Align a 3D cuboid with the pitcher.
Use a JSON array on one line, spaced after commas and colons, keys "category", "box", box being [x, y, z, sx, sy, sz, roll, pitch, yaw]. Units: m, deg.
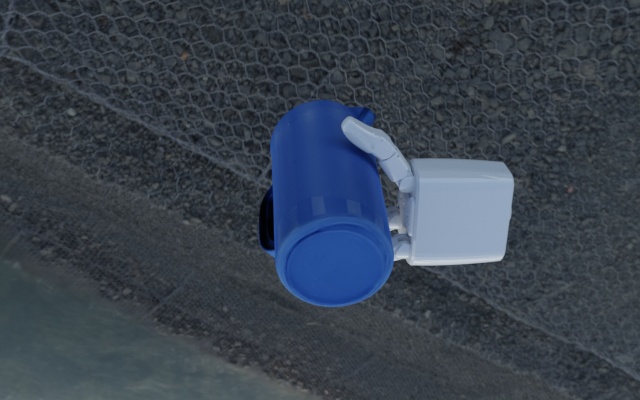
[{"category": "pitcher", "box": [0.000, 0.002, 0.527, 0.145, 0.149, 0.242, 1, 33, -4]}]
